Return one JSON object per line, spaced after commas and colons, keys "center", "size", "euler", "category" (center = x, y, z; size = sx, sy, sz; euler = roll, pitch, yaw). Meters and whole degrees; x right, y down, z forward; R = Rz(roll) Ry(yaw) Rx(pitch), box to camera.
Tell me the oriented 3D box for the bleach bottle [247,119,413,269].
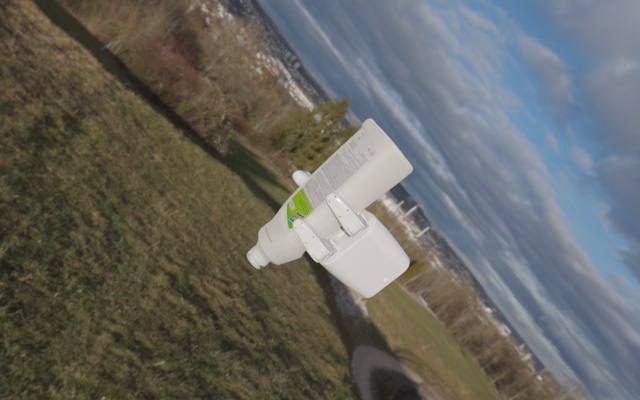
{"center": [0.000, 0.002, 0.656], "size": [0.068, 0.251, 0.102], "euler": [45, 11, -34], "category": "bleach bottle"}
